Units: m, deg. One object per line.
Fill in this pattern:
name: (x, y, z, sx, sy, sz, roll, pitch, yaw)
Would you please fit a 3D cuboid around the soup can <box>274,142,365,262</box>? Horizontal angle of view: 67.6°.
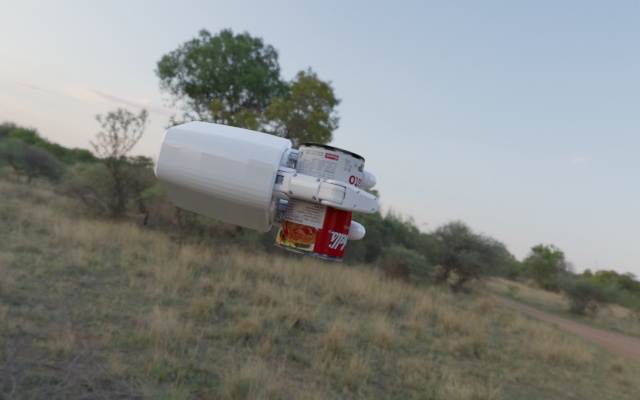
soup can: (0.001, 0.001, 0.465, 0.068, 0.102, 0.068, 14, -3, 1)
